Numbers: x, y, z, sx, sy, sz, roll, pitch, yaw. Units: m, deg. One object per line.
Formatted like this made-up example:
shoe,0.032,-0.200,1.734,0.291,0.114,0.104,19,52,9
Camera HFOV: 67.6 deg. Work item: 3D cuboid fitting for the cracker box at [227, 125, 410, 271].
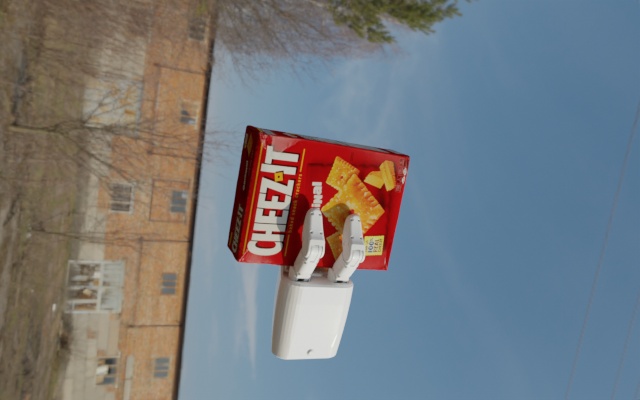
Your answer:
cracker box,0.000,0.002,0.627,0.214,0.164,0.072,6,11,-24
